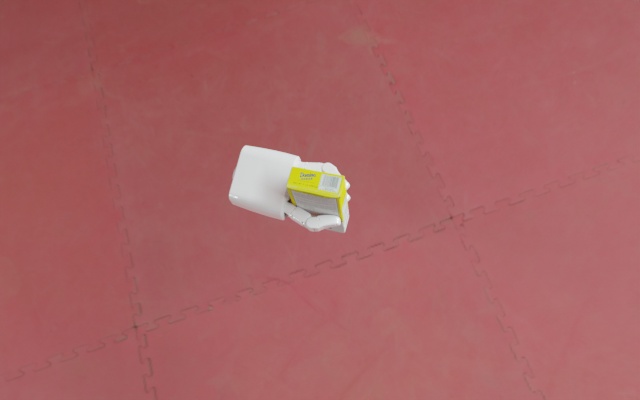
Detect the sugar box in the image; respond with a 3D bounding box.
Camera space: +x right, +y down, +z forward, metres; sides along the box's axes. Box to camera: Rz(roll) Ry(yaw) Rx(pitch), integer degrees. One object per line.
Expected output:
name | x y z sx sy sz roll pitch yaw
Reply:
sugar box | 0.000 0.002 0.854 0.093 0.048 0.176 12 -19 10
